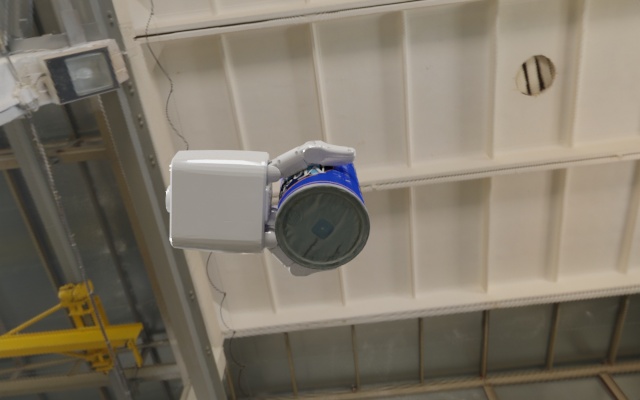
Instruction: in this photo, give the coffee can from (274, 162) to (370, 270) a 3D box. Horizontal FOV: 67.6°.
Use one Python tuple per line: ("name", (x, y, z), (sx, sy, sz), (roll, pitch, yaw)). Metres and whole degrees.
("coffee can", (0.000, 0.002, 0.572), (0.103, 0.103, 0.140), (0, 25, -2))
